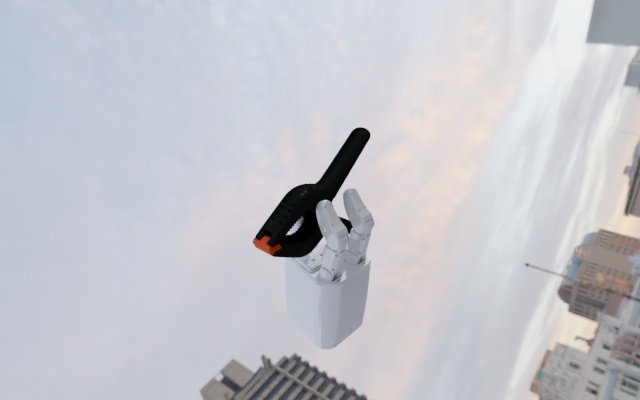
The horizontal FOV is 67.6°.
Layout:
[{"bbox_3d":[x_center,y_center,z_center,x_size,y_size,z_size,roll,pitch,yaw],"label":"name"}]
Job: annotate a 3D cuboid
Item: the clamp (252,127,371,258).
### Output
[{"bbox_3d":[-0.001,0.002,0.601,0.036,0.165,0.210,22,31,33],"label":"clamp"}]
